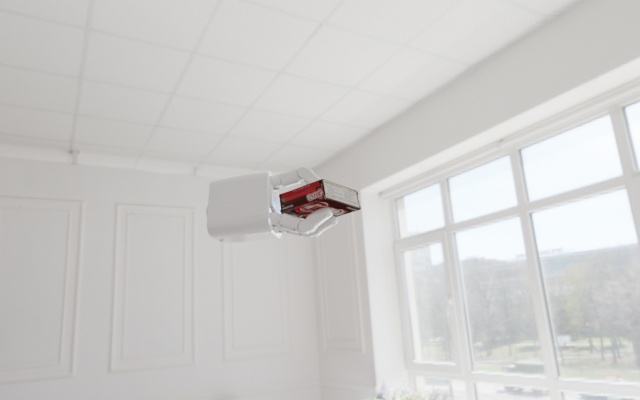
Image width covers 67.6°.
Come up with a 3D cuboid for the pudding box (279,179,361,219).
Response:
[{"bbox_3d":[0.000,0.002,0.793,0.090,0.039,0.113,-17,-17,31],"label":"pudding box"}]
